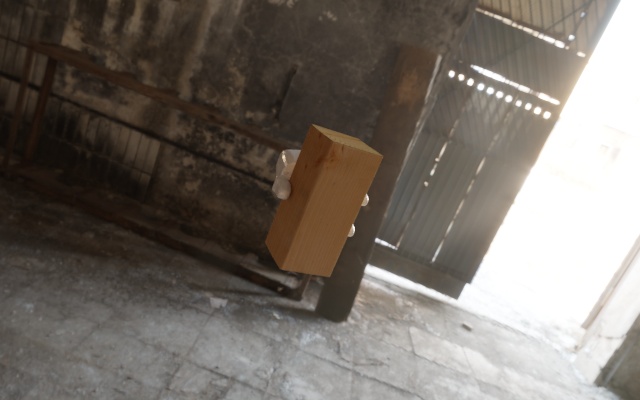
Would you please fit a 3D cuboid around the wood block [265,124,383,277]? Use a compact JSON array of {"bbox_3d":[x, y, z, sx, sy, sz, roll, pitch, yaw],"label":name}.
[{"bbox_3d":[0.000,0.002,0.729,0.091,0.206,0.090,13,18,-28],"label":"wood block"}]
